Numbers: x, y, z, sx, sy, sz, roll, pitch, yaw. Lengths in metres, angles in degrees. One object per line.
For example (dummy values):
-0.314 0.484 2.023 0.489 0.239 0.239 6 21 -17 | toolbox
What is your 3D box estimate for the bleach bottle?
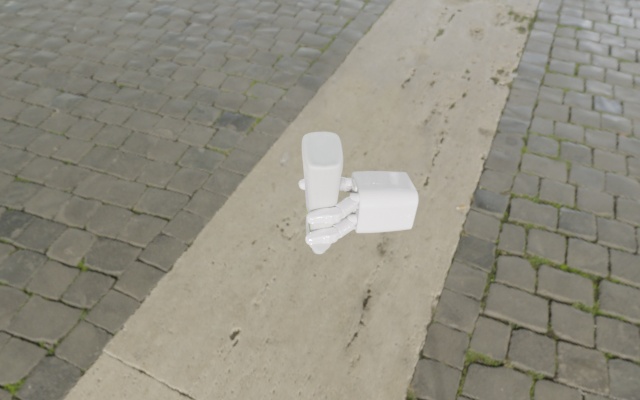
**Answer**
0.000 0.003 0.880 0.068 0.102 0.251 -2 -44 -4 | bleach bottle
